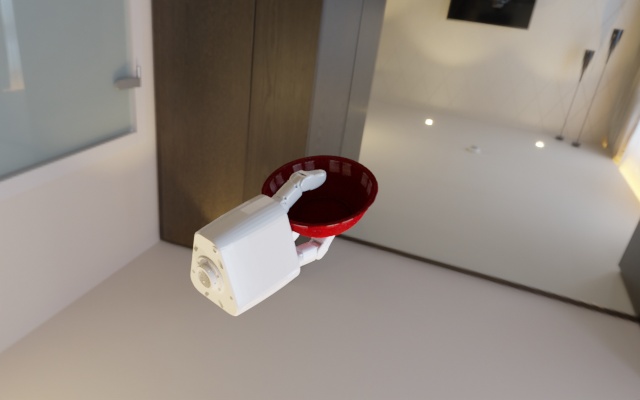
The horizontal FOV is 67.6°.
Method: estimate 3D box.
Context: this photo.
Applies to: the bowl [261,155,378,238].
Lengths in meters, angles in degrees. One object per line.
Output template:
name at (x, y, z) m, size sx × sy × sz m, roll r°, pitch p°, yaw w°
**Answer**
bowl at (0.001, 0.002, 0.674) m, size 0.162 × 0.055 × 0.162 m, roll -3°, pitch 39°, yaw 3°
